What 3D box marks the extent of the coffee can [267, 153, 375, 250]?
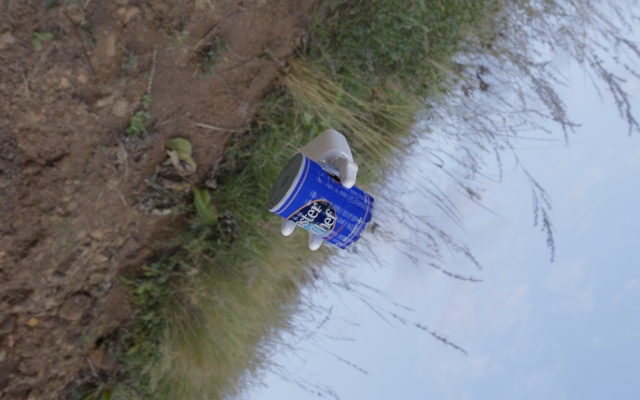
[{"bbox_3d":[0.000,0.002,0.764,0.140,0.103,0.103,30,-11,-19],"label":"coffee can"}]
